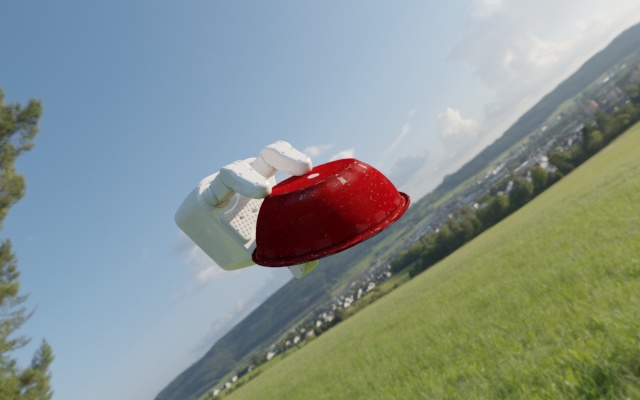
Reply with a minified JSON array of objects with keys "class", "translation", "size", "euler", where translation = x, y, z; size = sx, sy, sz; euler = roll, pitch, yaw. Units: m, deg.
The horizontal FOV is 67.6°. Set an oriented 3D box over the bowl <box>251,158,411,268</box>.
[{"class":"bowl","translation":[0.001,0.001,0.455],"size":[0.162,0.055,0.162],"euler":[-20,13,5]}]
